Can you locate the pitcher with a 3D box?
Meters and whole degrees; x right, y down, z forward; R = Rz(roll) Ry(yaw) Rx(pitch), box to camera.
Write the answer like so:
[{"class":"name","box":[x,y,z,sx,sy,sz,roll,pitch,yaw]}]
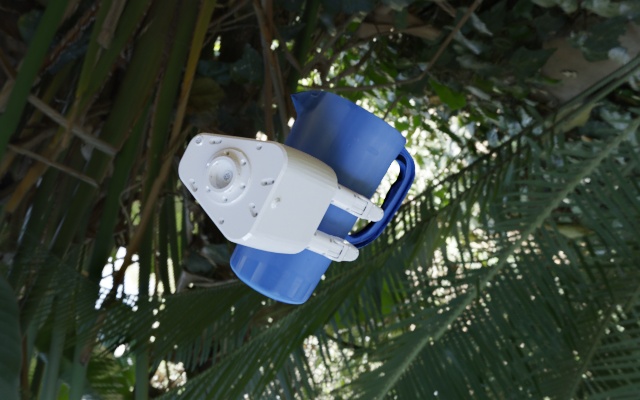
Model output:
[{"class":"pitcher","box":[0.000,0.002,0.585,0.149,0.243,0.145,30,4,23]}]
